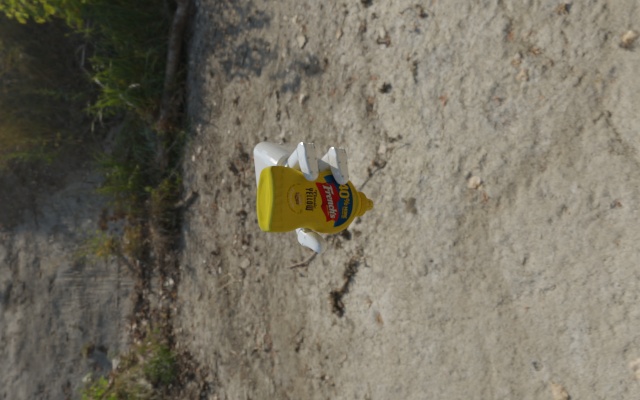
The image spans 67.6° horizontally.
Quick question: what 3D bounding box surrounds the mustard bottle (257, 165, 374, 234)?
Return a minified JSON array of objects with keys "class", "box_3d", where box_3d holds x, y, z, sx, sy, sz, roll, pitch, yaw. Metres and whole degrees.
[{"class":"mustard bottle","box_3d":[0.000,0.002,0.729,0.191,0.096,0.058,4,-8,-32]}]
